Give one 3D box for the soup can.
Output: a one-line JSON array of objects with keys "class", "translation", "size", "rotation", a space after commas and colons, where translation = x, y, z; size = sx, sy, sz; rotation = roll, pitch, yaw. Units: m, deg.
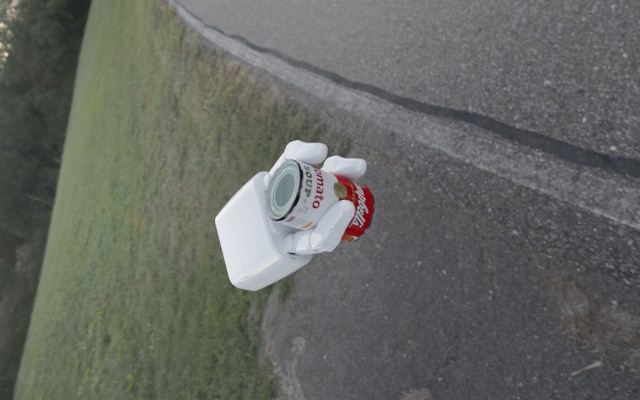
[{"class": "soup can", "translation": [0.000, 0.001, 0.514], "size": [0.102, 0.068, 0.068], "rotation": [18, -10, -34]}]
